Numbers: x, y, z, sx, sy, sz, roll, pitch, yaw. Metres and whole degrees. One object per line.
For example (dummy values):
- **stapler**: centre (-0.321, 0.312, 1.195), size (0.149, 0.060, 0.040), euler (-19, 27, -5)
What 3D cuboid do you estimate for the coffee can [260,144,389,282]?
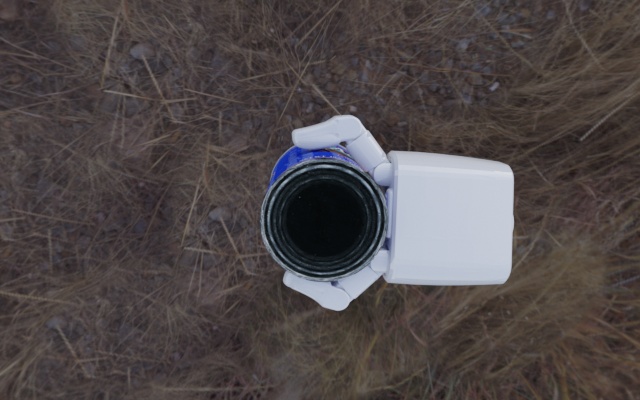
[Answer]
- **coffee can**: centre (0.000, 0.001, 0.445), size (0.103, 0.103, 0.140), euler (0, 13, -3)
